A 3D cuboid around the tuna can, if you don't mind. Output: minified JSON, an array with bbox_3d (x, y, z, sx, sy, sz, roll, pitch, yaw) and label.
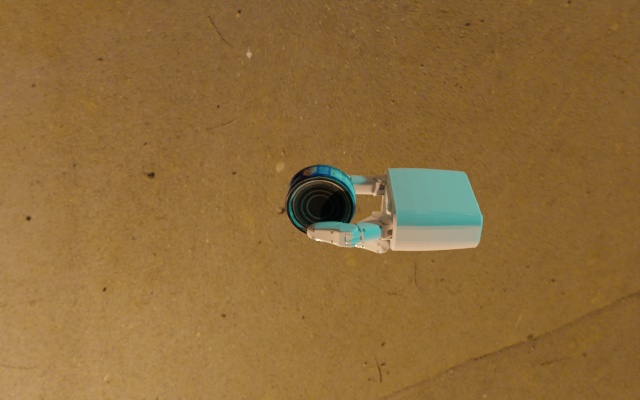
[{"bbox_3d":[0.000,0.002,0.578,0.086,0.086,0.033,0,27,3],"label":"tuna can"}]
